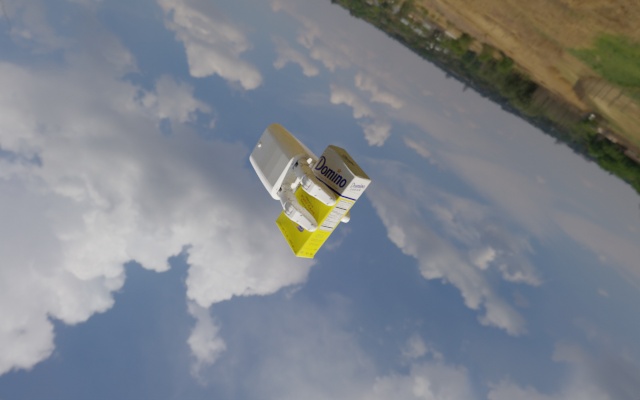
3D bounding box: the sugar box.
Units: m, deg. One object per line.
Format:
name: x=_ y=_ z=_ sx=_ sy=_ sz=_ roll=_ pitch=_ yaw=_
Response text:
sugar box: x=0.000 y=0.003 z=0.803 sx=0.048 sy=0.176 sz=0.093 roll=12 pitch=31 yaw=-42
